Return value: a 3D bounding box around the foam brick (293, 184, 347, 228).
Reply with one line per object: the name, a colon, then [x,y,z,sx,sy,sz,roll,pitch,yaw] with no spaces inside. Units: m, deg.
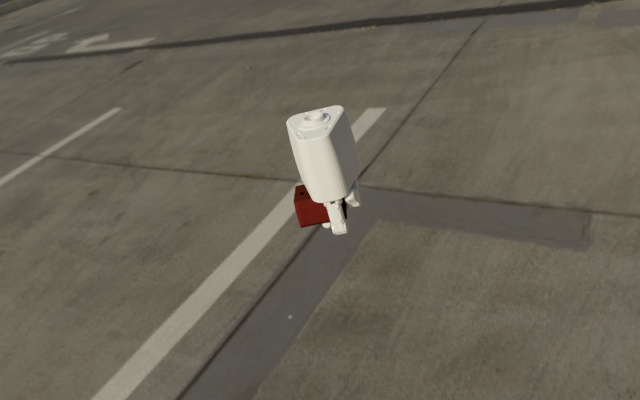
foam brick: [0.000,0.003,0.769,0.078,0.051,0.053,-12,33,9]
